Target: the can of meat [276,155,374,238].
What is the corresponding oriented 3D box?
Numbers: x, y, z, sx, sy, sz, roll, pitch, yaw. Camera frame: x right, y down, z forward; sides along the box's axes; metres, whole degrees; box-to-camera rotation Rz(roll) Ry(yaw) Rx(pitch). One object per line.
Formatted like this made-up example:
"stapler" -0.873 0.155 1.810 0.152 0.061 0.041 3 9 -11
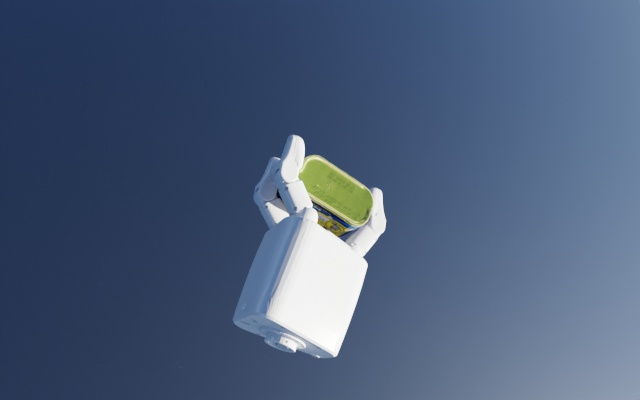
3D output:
"can of meat" 0.000 0.002 0.554 0.102 0.057 0.084 32 -30 -13
